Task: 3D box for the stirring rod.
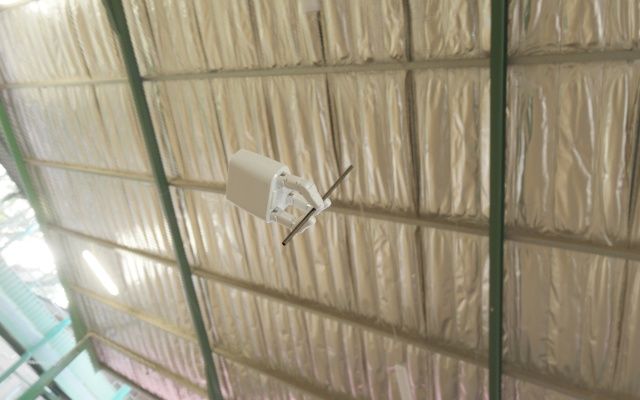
[{"bbox_3d":[0.000,0.003,0.885,0.011,0.011,0.239,0,36,41],"label":"stirring rod"}]
